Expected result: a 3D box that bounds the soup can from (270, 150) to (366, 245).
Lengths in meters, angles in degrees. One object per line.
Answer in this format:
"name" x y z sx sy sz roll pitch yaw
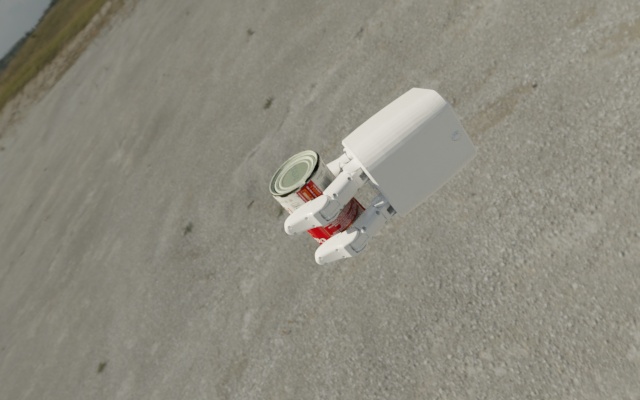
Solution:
"soup can" -0.001 0.002 0.534 0.068 0.068 0.102 0 -39 48
